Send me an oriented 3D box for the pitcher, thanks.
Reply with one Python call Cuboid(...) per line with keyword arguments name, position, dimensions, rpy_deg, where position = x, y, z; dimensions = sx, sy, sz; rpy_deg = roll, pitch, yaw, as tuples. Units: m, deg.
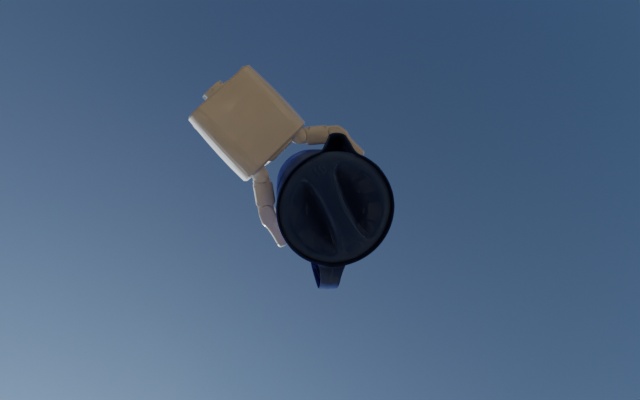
Cuboid(name="pitcher", position=(0.000, 0.002, 0.640), dimensions=(0.145, 0.149, 0.243), rpy_deg=(46, 1, -12))
